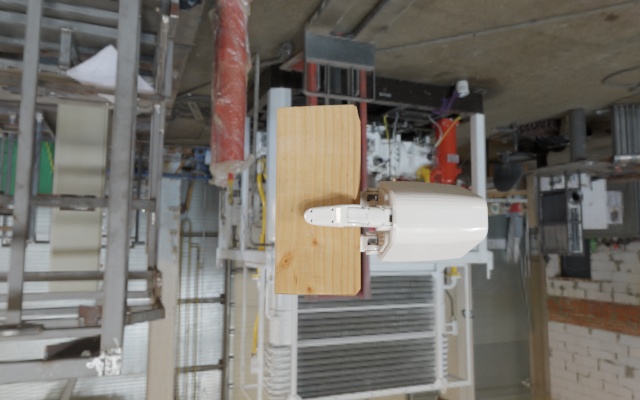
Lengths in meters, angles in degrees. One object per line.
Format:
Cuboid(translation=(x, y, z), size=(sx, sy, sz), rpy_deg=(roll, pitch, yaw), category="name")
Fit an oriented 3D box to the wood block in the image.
Cuboid(translation=(0.000, 0.002, 0.557), size=(0.090, 0.206, 0.091), rpy_deg=(-1, -5, 8), category="wood block")
